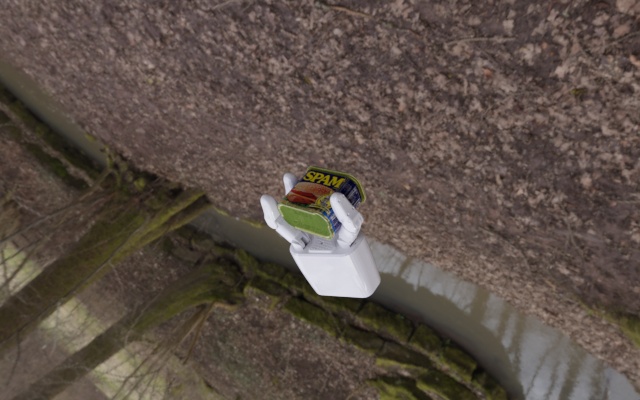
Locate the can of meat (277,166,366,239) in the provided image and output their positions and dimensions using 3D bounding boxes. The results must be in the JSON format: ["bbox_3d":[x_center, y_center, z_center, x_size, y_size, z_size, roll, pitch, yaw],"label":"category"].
[{"bbox_3d":[0.000,0.002,0.691,0.102,0.057,0.084,15,52,38],"label":"can of meat"}]
